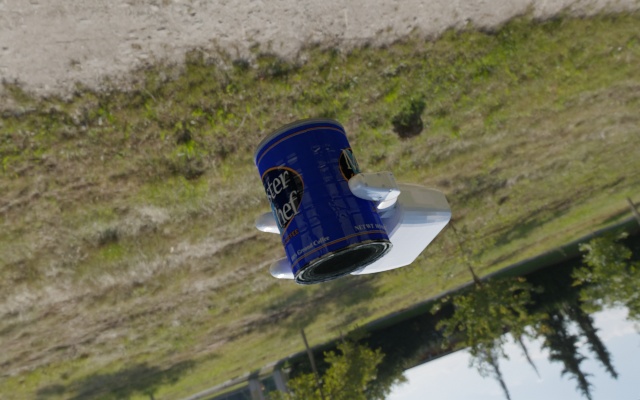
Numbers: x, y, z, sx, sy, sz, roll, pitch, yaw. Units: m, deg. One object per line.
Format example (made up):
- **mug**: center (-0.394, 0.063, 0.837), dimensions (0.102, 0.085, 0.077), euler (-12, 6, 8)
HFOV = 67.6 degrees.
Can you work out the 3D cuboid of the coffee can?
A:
- **coffee can**: center (0.000, 0.001, 0.488), dimensions (0.103, 0.140, 0.103), euler (-18, -21, -7)
